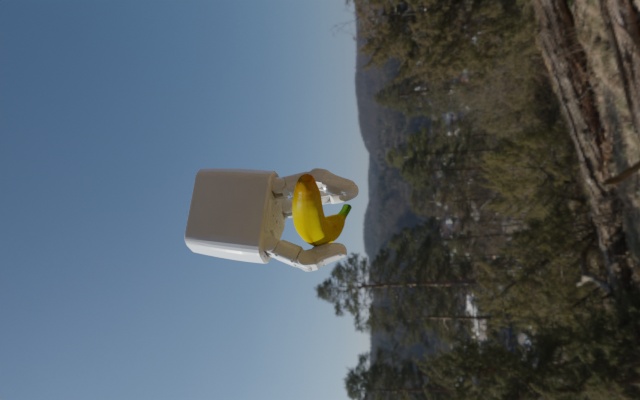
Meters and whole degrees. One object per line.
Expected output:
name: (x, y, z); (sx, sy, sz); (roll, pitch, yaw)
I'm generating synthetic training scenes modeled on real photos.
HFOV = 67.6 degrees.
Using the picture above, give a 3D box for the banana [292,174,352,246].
banana: (-0.003, 0.021, 0.576); (0.037, 0.069, 0.198); (11, -7, 16)
